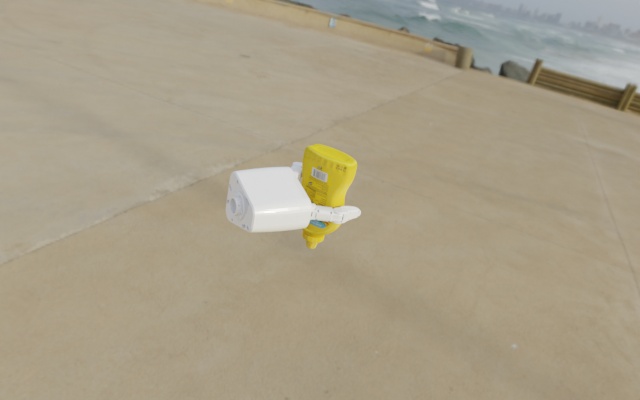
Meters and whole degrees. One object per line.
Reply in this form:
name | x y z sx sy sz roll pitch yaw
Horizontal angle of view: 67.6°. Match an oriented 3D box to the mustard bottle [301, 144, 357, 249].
mustard bottle | 0.000 0.003 0.856 0.096 0.192 0.058 26 28 26
